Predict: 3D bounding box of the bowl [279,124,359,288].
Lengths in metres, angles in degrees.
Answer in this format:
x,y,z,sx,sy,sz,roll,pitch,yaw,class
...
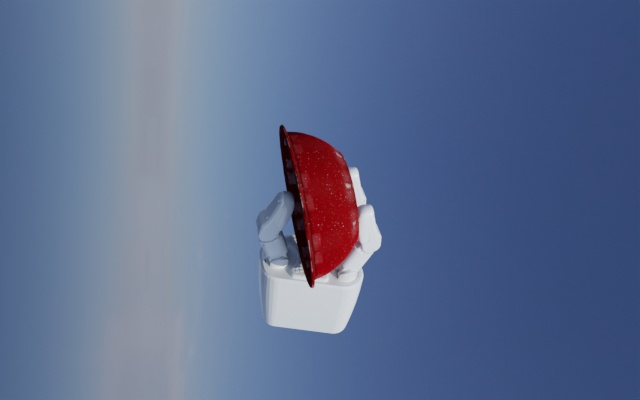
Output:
x,y,z,sx,sy,sz,roll,pitch,yaw,class
0.001,0.001,0.470,0.055,0.162,0.162,-11,1,-7,bowl
